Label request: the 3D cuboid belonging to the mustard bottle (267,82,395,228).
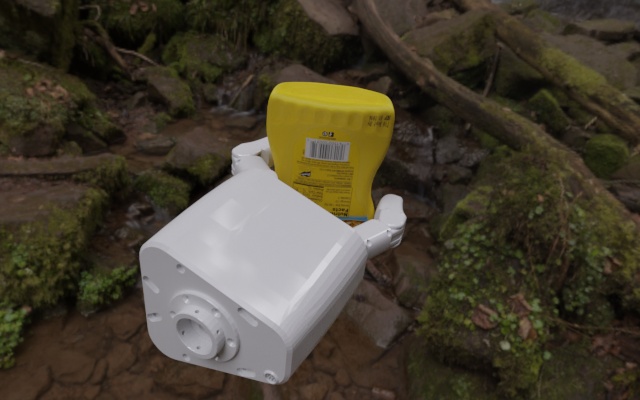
[{"bbox_3d":[0.000,0.001,0.407,0.096,0.192,0.058,6,31,-2],"label":"mustard bottle"}]
